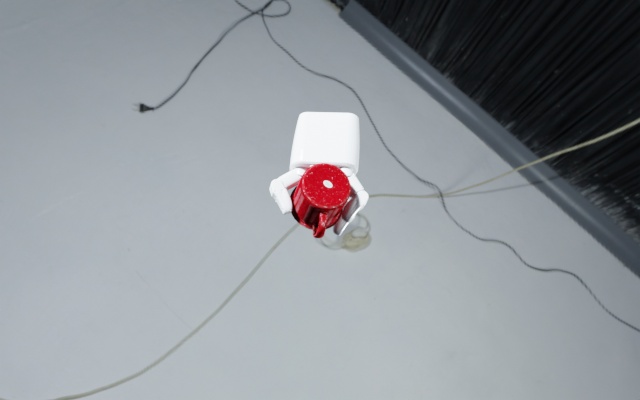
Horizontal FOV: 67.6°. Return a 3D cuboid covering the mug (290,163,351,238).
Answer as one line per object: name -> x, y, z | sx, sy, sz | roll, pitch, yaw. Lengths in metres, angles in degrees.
mug -> 0.000, 0.004, 0.766 | 0.093, 0.117, 0.081 | 9, -25, -9
